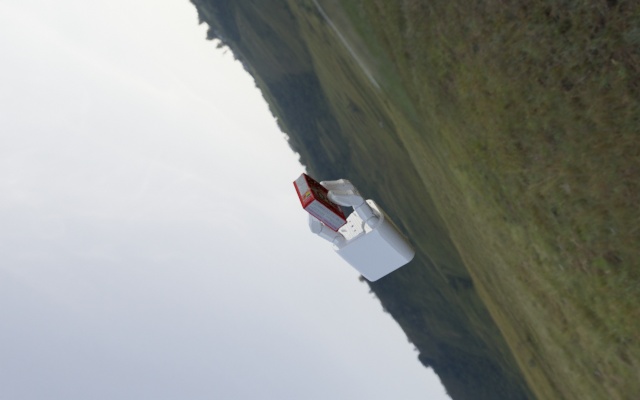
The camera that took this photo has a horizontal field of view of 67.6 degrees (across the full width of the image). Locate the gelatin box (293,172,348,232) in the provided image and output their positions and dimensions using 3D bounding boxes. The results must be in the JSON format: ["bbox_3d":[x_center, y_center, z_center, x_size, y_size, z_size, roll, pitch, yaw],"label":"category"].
[{"bbox_3d":[0.000,0.003,0.793,0.089,0.030,0.073,35,20,-37],"label":"gelatin box"}]
